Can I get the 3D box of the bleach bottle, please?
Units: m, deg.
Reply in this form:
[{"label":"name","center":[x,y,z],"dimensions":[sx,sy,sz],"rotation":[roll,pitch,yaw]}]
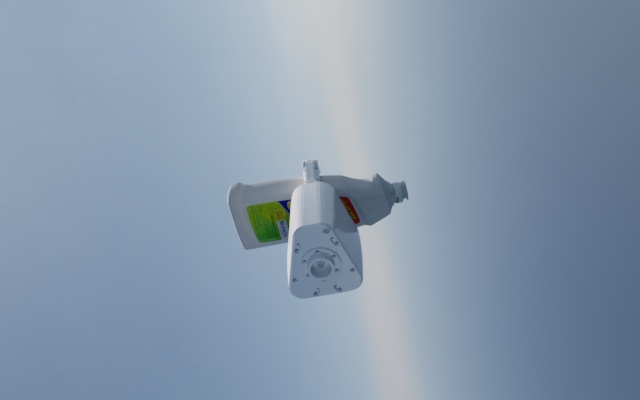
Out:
[{"label":"bleach bottle","center":[0.000,0.002,0.698],"dimensions":[0.251,0.103,0.068],"rotation":[-11,28,5]}]
